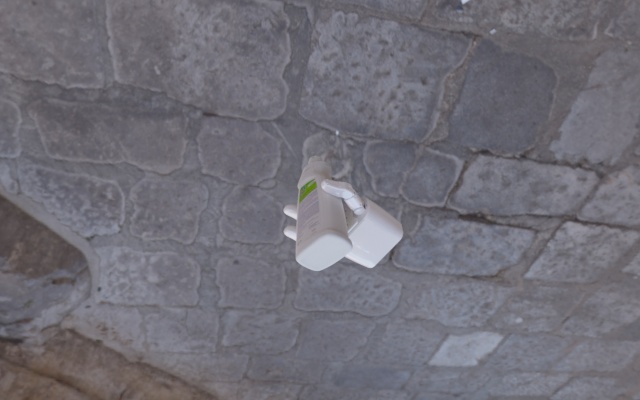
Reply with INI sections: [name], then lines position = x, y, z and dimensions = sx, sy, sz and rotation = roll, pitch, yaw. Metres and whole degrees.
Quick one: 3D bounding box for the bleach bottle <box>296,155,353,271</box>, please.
[bleach bottle]
position = 0.000, 0.003, 0.891
dimensions = 0.068, 0.250, 0.102
rotation = 32, -54, -30
